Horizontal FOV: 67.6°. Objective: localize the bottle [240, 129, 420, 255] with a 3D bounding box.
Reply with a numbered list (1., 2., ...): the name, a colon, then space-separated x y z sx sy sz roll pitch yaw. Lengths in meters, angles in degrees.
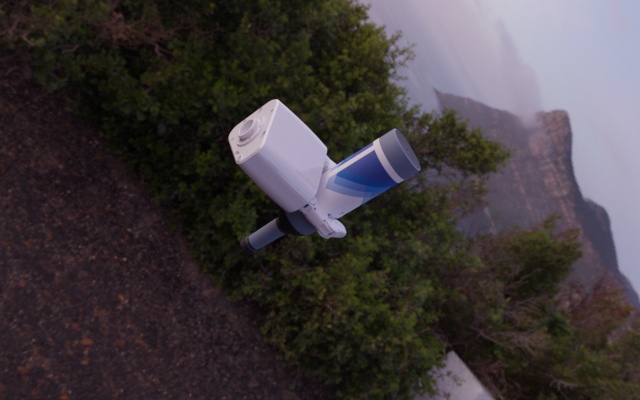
1. bottle: 0.000 0.002 0.696 0.296 0.069 0.069 -31 -13 21
